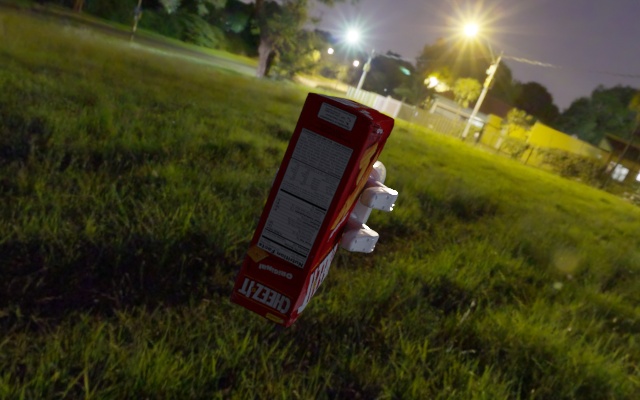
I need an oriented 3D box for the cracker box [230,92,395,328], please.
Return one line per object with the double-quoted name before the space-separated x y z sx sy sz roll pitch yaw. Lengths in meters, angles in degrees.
"cracker box" 0.000 0.001 0.500 0.072 0.214 0.164 25 15 9
